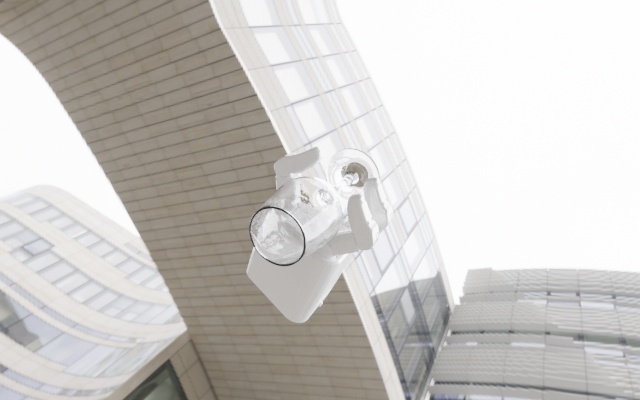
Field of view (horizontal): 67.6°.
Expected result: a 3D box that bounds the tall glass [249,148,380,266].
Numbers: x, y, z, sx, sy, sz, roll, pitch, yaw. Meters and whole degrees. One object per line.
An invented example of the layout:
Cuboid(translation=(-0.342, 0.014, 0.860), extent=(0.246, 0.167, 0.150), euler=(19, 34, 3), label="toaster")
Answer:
Cuboid(translation=(0.000, 0.001, 0.535), extent=(0.079, 0.079, 0.201), euler=(0, 19, 26), label="tall glass")
